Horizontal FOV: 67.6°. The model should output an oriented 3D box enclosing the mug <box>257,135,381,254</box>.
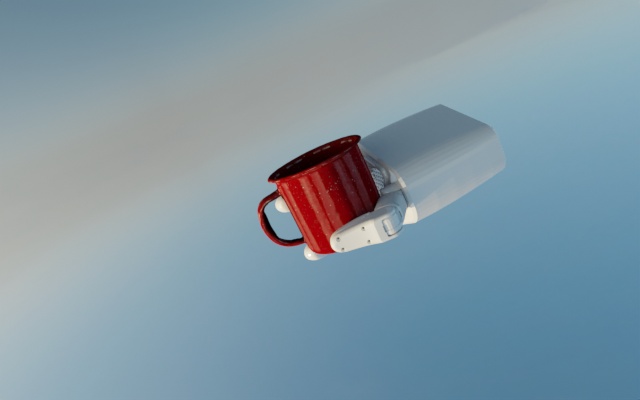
[{"bbox_3d":[-0.001,0.002,0.439,0.117,0.081,0.093,-28,14,-8],"label":"mug"}]
